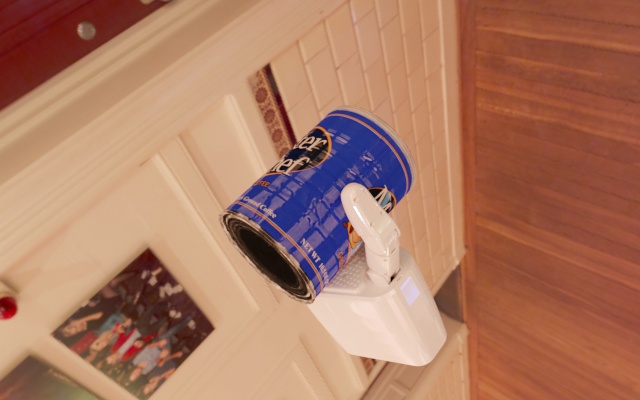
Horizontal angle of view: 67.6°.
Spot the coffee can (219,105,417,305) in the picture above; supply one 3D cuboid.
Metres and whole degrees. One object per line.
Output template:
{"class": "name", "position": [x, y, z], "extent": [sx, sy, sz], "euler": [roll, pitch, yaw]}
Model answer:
{"class": "coffee can", "position": [0.000, 0.001, 0.407], "extent": [0.140, 0.103, 0.103], "euler": [-46, 22, -24]}
